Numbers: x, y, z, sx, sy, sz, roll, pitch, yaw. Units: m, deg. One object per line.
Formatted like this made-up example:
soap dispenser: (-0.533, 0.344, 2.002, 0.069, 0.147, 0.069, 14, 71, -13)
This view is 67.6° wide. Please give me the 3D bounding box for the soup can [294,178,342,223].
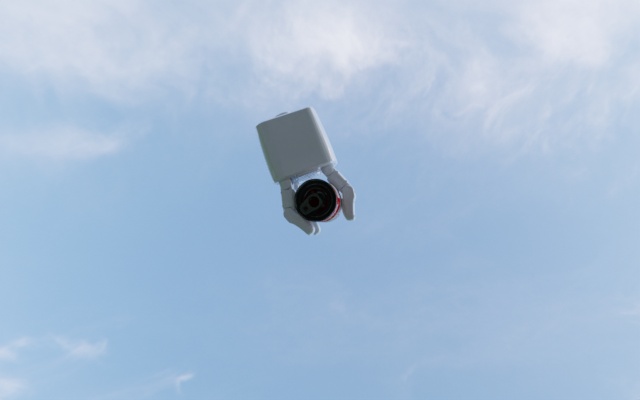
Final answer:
soup can: (0.000, 0.003, 0.791, 0.068, 0.068, 0.102, 0, -4, 10)
